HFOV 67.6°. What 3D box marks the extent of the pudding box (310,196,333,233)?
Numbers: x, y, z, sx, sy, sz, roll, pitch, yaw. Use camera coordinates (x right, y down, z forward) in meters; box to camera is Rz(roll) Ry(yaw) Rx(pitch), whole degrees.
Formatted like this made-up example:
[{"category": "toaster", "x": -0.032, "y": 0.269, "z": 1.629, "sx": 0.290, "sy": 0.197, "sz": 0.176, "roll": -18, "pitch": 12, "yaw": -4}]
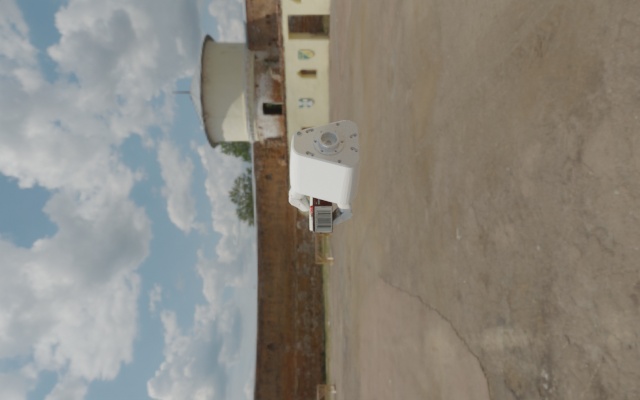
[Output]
[{"category": "pudding box", "x": 0.000, "y": 0.003, "z": 0.867, "sx": 0.039, "sy": 0.113, "sz": 0.090, "roll": 1, "pitch": -3, "yaw": -4}]
